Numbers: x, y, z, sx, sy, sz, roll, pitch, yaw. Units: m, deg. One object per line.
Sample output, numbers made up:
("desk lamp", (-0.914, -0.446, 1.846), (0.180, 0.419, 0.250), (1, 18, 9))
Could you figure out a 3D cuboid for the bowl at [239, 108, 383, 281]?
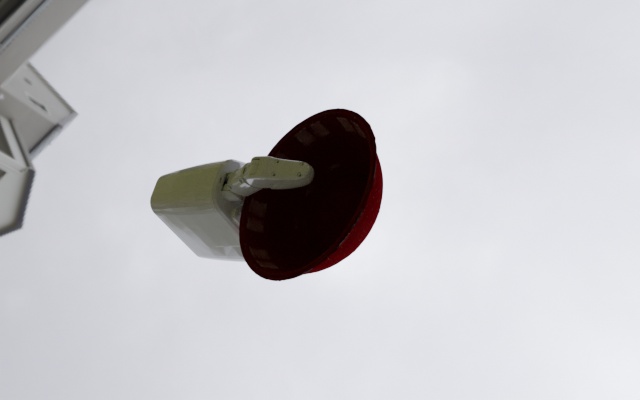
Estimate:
("bowl", (0.001, 0.002, 0.422), (0.055, 0.162, 0.162), (32, -20, -37))
